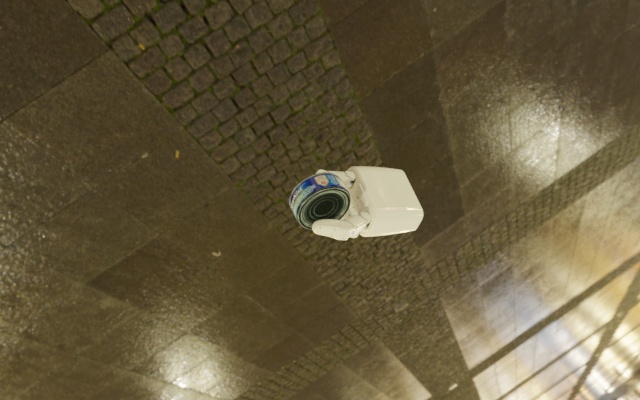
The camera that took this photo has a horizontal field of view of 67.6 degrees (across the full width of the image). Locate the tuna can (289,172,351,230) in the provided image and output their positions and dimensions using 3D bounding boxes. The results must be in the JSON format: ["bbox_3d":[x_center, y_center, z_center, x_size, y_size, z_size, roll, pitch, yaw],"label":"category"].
[{"bbox_3d":[0.000,0.003,0.694,0.086,0.086,0.033,0,42,-30],"label":"tuna can"}]
